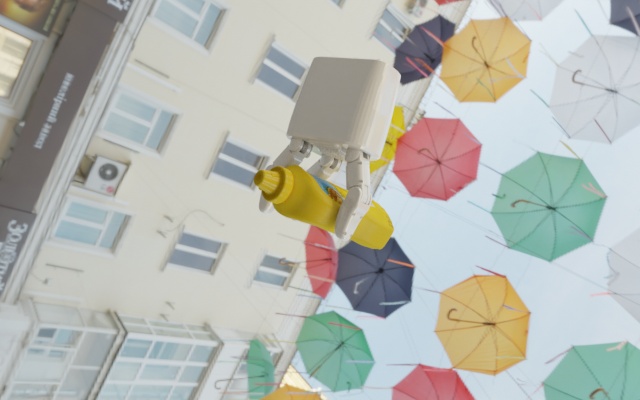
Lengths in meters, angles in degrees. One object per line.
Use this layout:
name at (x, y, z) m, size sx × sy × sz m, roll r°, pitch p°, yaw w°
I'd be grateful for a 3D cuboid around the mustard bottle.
mustard bottle at (0.000, 0.002, 0.571) m, size 0.192 × 0.058 × 0.096 m, roll 23°, pitch 16°, yaw -42°
